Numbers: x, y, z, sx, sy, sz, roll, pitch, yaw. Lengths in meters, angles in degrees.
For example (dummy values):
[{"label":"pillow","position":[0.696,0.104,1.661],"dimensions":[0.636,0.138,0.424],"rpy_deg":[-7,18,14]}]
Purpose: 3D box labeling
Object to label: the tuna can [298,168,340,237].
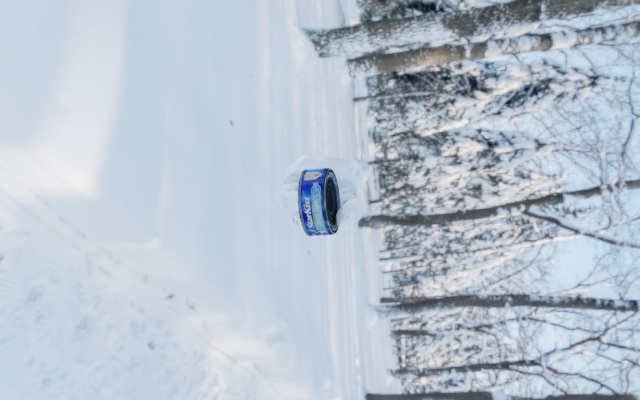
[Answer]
[{"label":"tuna can","position":[0.001,0.002,0.602],"dimensions":[0.034,0.086,0.086],"rpy_deg":[-4,-1,15]}]
